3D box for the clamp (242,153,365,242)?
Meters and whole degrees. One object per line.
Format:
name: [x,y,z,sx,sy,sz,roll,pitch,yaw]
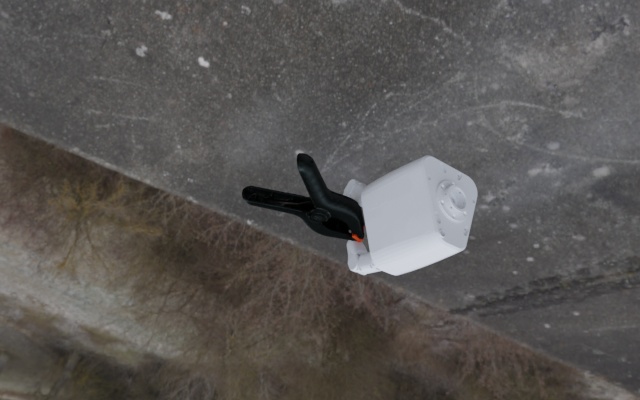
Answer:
clamp: [0.000,0.003,0.600,0.171,0.039,0.120,24,-31,-26]
